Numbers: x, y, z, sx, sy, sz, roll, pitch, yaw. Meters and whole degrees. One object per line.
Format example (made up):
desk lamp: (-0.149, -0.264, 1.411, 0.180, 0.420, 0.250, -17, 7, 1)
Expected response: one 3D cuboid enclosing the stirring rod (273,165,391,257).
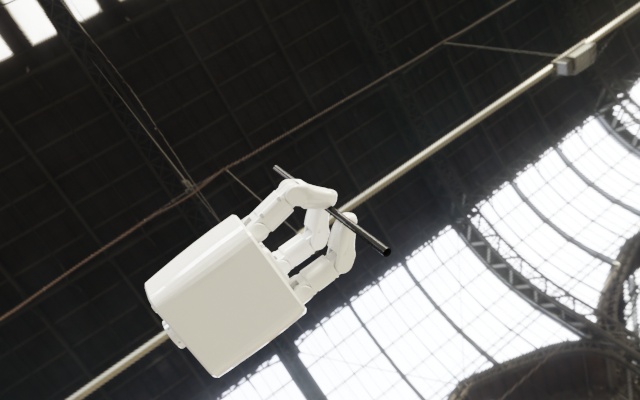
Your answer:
stirring rod: (0.000, 0.002, 0.493, 0.011, 0.011, 0.239, 0, 20, -29)
